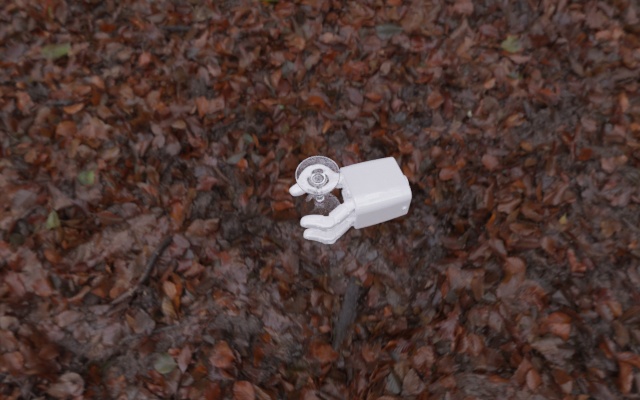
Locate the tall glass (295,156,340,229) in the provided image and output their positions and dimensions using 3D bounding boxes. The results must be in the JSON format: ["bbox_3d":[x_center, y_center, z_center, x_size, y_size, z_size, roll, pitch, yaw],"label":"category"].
[{"bbox_3d":[0.000,0.003,0.876,0.079,0.079,0.201,0,-27,2],"label":"tall glass"}]
